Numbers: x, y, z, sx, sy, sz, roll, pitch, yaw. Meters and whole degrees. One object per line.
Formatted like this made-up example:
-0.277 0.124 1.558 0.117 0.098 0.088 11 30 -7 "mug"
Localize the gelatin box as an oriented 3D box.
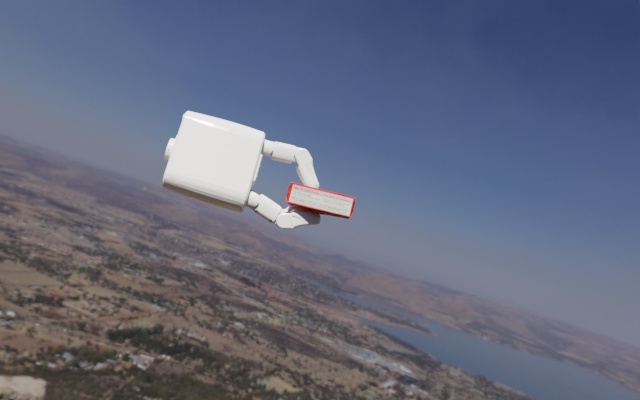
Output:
0.001 0.002 0.645 0.089 0.030 0.073 13 -3 1 "gelatin box"
